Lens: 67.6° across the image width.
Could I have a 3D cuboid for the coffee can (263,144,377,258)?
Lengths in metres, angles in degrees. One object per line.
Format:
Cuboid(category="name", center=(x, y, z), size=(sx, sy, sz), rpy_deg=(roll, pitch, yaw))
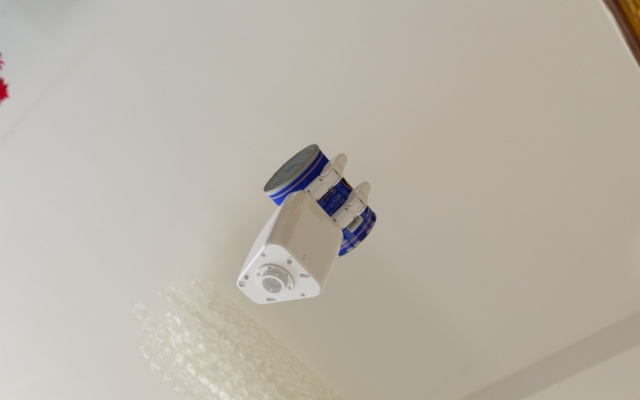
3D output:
Cuboid(category="coffee can", center=(0.000, 0.002, 0.706), size=(0.103, 0.140, 0.102), rpy_deg=(-38, 17, 14))
